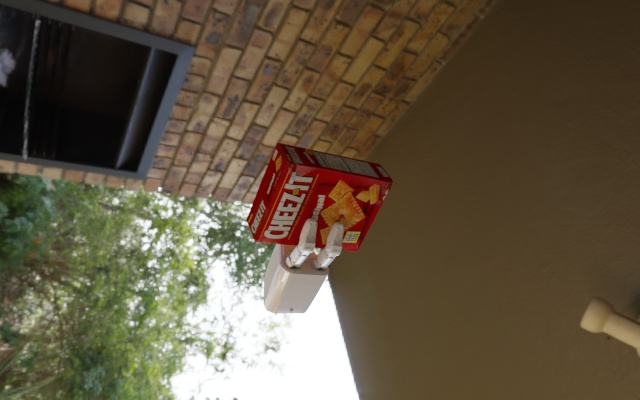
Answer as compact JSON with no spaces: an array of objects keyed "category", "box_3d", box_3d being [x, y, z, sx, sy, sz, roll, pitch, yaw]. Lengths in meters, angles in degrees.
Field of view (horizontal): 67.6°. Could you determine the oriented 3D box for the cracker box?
[{"category":"cracker box","box_3d":[0.000,0.003,0.840,0.214,0.164,0.072,8,31,-30]}]
